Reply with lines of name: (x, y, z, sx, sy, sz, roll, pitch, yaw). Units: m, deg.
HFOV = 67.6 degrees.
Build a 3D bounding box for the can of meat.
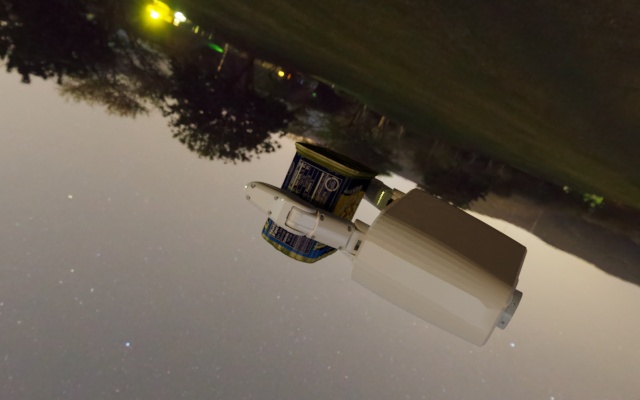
can of meat: (0.000, 0.002, 0.411, 0.057, 0.084, 0.102, 27, 10, 16)
